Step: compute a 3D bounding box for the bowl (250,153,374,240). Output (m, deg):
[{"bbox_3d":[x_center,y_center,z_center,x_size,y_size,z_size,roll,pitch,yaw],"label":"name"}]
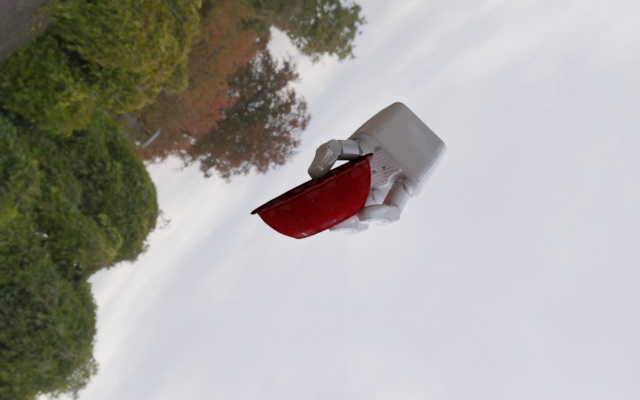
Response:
[{"bbox_3d":[-0.001,0.003,0.570,0.162,0.055,0.162,-26,5,2],"label":"bowl"}]
